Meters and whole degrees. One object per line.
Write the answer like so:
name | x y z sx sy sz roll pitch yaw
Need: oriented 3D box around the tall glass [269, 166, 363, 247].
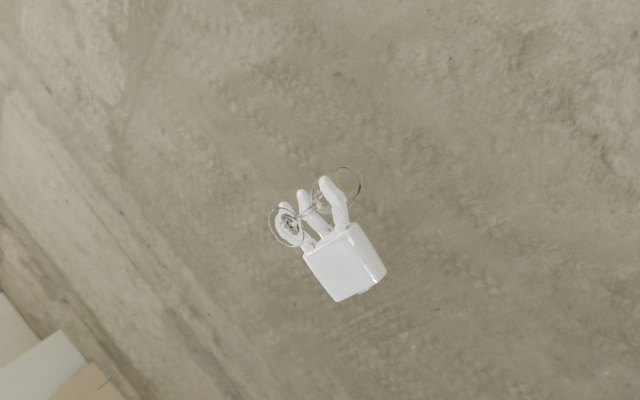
tall glass | 0.000 0.003 0.853 0.079 0.079 0.201 0 25 39
